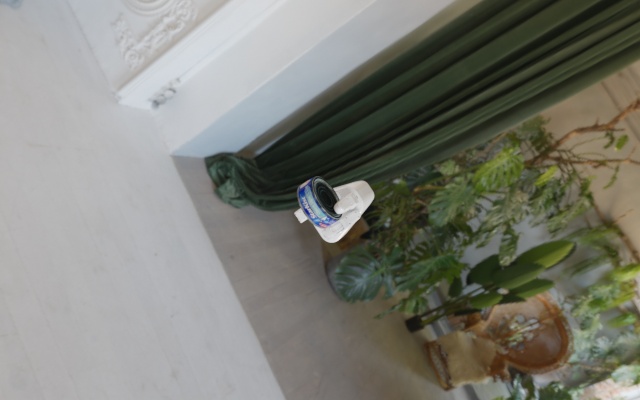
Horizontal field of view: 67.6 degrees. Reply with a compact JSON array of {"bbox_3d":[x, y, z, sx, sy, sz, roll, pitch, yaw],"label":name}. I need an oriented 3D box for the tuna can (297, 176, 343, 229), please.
[{"bbox_3d":[0.001,0.002,0.812,0.034,0.086,0.086,-31,-15,25],"label":"tuna can"}]
